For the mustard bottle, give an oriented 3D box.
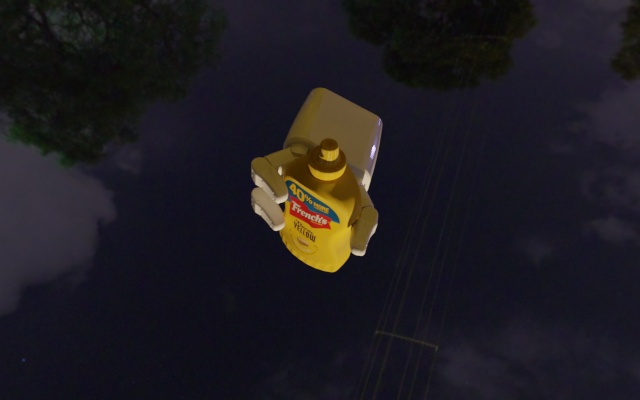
[{"bbox_3d":[0.000,0.002,0.548,0.096,0.192,0.058,36,56,19],"label":"mustard bottle"}]
